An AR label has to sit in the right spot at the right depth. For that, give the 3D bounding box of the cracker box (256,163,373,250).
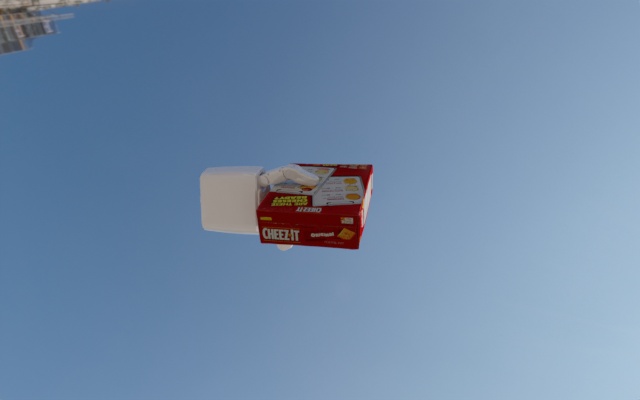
[{"bbox_3d":[0.000,0.002,0.829,0.164,0.072,0.213,2,26,11],"label":"cracker box"}]
